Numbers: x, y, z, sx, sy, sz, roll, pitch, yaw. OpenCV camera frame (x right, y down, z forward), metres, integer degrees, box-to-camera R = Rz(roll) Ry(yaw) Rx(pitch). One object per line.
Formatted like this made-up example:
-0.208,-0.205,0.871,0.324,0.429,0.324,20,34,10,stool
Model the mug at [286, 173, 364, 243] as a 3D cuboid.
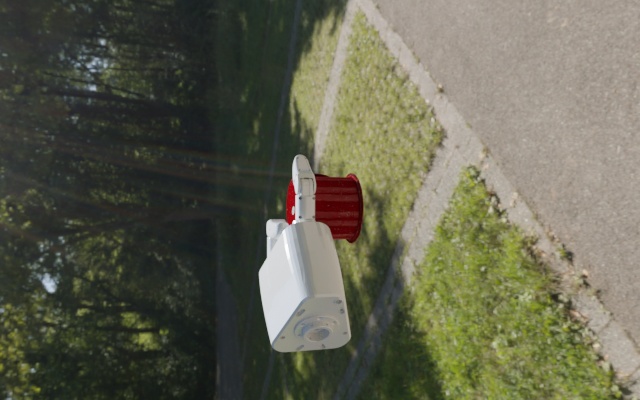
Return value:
0.000,0.001,0.633,0.081,0.093,0.117,0,42,-15,mug
